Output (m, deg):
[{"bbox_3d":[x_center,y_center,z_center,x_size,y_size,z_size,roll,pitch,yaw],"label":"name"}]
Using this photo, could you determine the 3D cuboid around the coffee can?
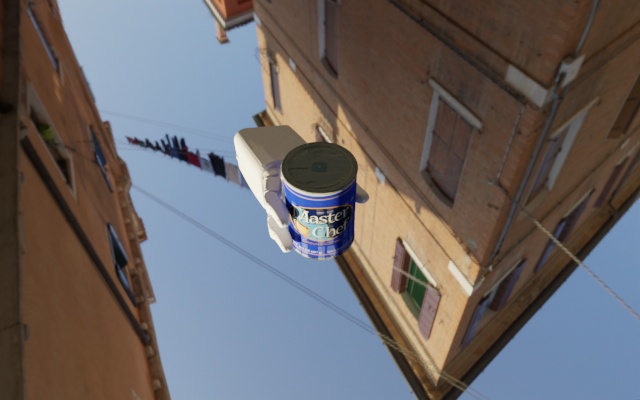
[{"bbox_3d":[0.000,0.002,0.682,0.103,0.102,0.140,0,-44,2],"label":"coffee can"}]
